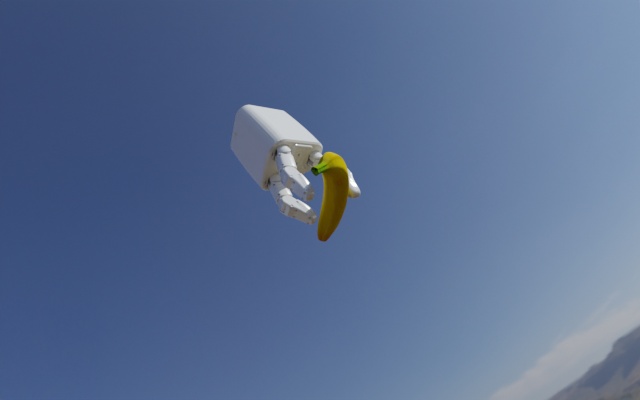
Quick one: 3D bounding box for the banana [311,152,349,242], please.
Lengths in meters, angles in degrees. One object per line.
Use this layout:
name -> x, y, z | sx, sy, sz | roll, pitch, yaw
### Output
banana -> 0.013, -0.011, 0.696 | 0.037, 0.069, 0.198 | 40, -22, 26
